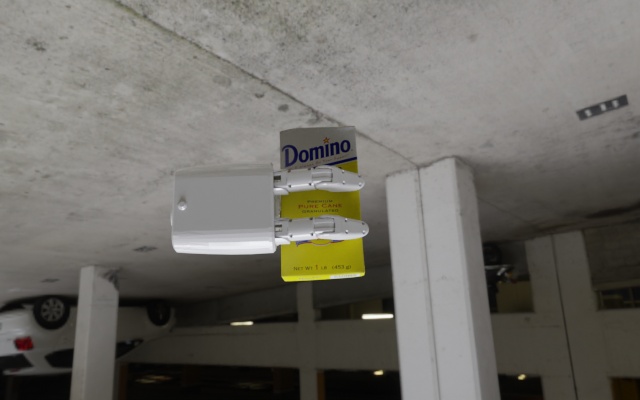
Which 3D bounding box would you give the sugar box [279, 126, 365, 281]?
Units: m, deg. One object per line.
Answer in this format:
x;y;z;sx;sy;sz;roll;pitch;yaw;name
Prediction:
0.000;0.002;0.555;0.093;0.176;0.048;-3;-14;0;sugar box
